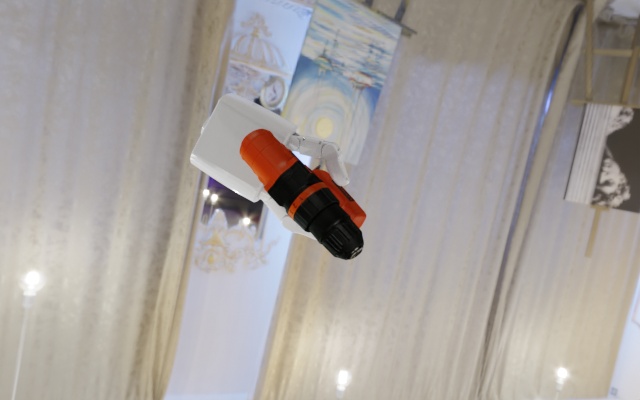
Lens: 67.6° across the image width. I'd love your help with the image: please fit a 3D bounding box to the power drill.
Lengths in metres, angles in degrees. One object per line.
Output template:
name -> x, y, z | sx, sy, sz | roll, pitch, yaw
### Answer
power drill -> 0.000, 0.002, 0.583 | 0.057, 0.184, 0.188 | -43, -19, 5
